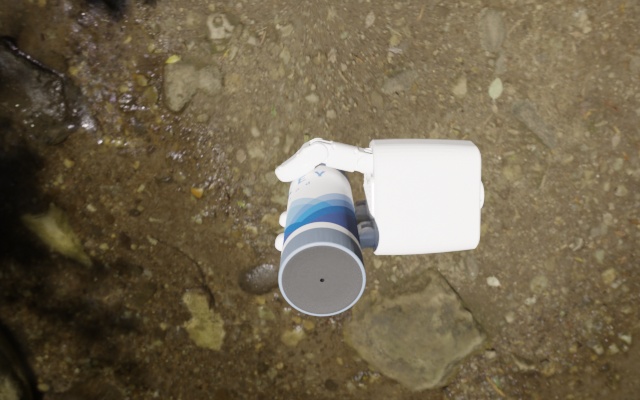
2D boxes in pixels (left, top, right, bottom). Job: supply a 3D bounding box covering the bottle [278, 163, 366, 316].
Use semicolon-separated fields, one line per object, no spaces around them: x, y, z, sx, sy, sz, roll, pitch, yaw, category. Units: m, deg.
0.000;0.002;0.495;0.069;0.069;0.295;0;24;-1;bottle
